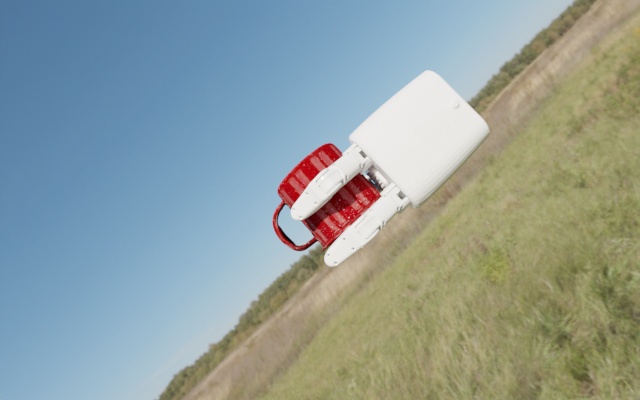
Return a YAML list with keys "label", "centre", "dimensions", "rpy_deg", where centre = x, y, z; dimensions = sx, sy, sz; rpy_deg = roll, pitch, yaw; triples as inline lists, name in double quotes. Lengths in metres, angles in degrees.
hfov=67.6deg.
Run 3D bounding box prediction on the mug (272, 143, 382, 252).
- label: "mug"
  centre: [-0.001, 0.002, 0.507]
  dimensions: [0.117, 0.081, 0.093]
  rpy_deg: [-42, -5, -3]
